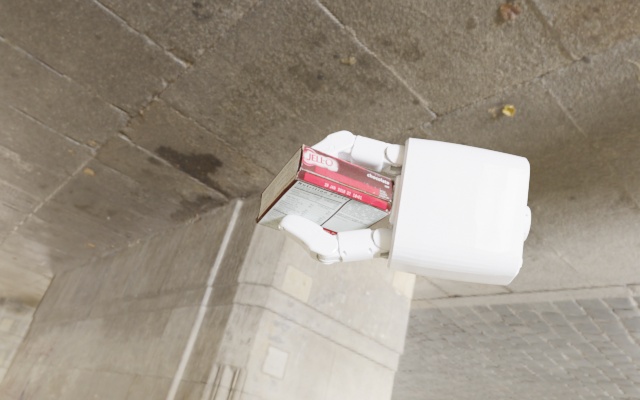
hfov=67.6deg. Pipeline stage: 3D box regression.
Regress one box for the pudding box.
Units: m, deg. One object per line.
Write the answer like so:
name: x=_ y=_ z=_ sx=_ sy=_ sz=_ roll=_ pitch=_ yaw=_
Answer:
pudding box: x=0.000 y=0.002 z=0.438 sx=0.090 sy=0.039 sz=0.113 roll=21 pitch=-31 yaw=-18
